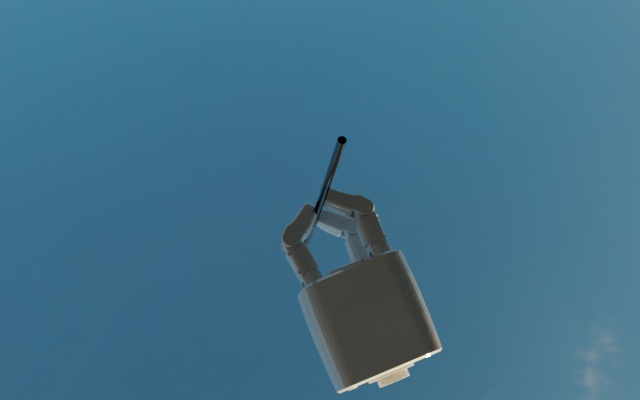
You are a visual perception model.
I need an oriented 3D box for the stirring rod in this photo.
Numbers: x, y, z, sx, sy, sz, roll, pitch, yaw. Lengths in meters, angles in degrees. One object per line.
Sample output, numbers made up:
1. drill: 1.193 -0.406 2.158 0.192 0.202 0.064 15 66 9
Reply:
1. stirring rod: 0.000 0.002 0.506 0.011 0.011 0.240 0 -26 -10
